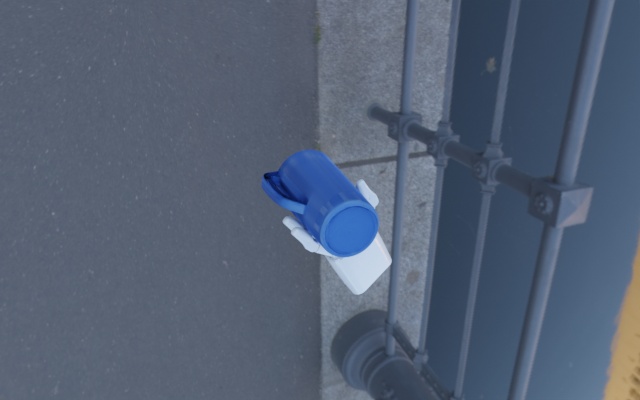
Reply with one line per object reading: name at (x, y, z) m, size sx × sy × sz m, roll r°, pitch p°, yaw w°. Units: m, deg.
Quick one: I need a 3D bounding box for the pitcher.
pitcher at (0.000, 0.003, 0.884) m, size 0.149 × 0.145 × 0.242 m, roll -34°, pitch 31°, yaw -4°
